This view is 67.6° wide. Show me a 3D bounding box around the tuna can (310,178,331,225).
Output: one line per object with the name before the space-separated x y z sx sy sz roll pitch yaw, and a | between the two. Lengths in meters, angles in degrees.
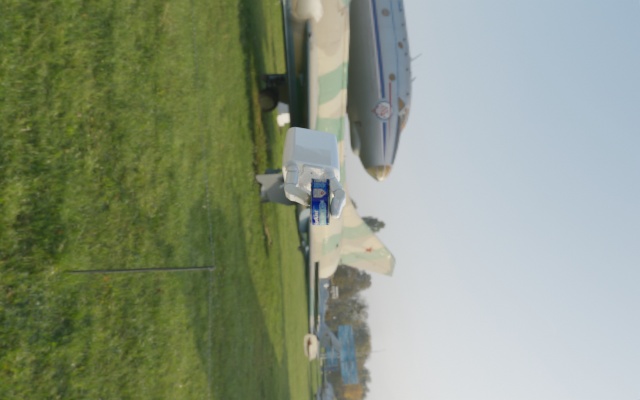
tuna can | 0.001 0.003 0.865 0.034 0.086 0.086 1 0 3
